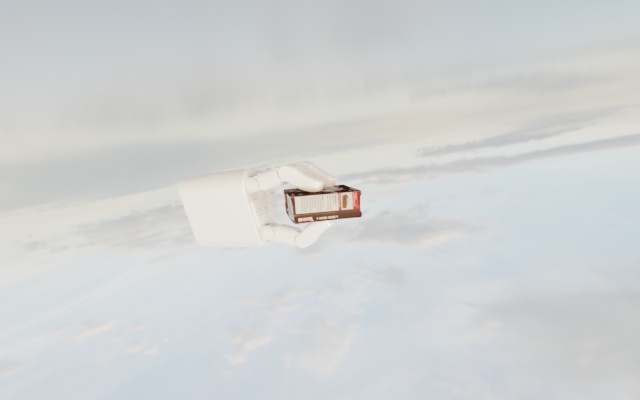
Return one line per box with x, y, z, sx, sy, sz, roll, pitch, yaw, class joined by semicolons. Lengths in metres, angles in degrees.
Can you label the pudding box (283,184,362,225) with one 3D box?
0.000;0.002;0.638;0.090;0.039;0.113;-6;9;-8;pudding box
